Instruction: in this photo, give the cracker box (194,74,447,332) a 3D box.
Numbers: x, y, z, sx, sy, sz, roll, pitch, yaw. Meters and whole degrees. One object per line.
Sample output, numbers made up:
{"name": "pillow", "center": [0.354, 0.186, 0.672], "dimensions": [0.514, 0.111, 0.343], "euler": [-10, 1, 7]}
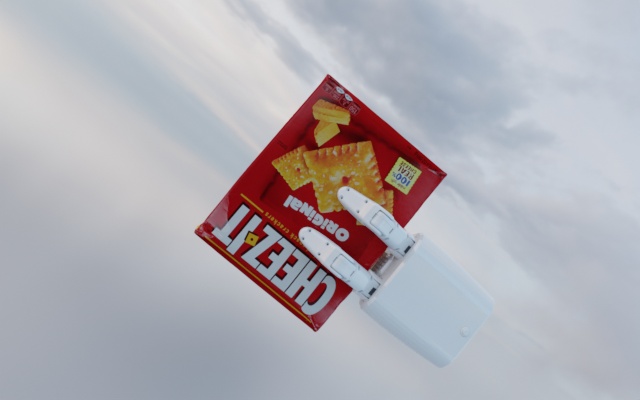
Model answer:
{"name": "cracker box", "center": [0.000, 0.002, 0.506], "dimensions": [0.164, 0.213, 0.072], "euler": [40, -3, -5]}
